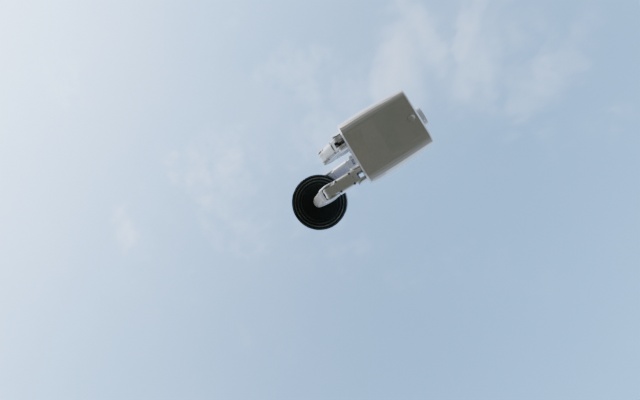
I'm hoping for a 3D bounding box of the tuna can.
[{"bbox_3d":[0.000,0.002,0.746,0.086,0.086,0.034,0,2,7],"label":"tuna can"}]
